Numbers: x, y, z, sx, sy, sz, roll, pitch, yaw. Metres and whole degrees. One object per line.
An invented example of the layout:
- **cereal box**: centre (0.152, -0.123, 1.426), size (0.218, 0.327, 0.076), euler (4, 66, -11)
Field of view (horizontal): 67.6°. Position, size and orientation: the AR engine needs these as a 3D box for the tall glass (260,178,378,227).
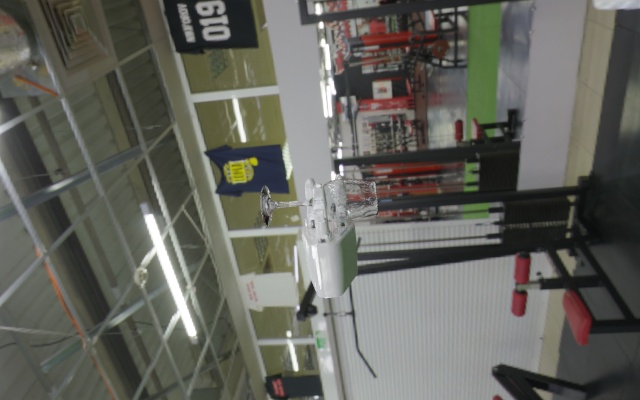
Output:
- **tall glass**: centre (-0.001, 0.003, 0.848), size (0.201, 0.079, 0.079), euler (-5, -1, 8)
